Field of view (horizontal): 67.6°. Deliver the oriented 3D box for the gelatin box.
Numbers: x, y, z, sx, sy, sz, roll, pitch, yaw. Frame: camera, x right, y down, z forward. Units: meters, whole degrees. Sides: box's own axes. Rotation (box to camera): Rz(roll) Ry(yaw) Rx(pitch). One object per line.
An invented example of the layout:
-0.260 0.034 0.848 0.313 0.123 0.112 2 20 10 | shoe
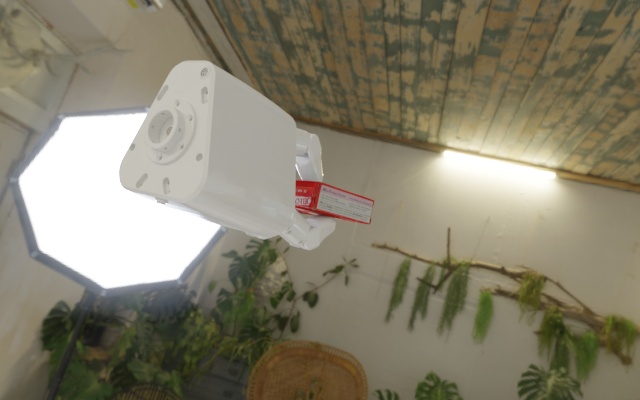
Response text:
0.000 0.001 0.499 0.073 0.030 0.089 7 -6 45 | gelatin box
